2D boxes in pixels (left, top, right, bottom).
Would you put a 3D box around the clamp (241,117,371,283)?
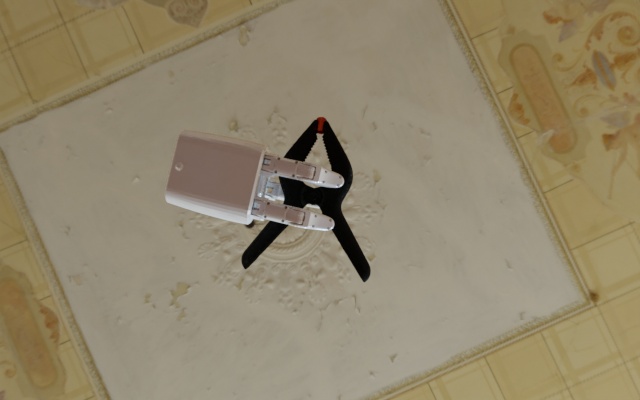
[{"bbox_3d":[0.000,0.001,0.611,0.164,0.210,0.036,13,-1,0],"label":"clamp"}]
